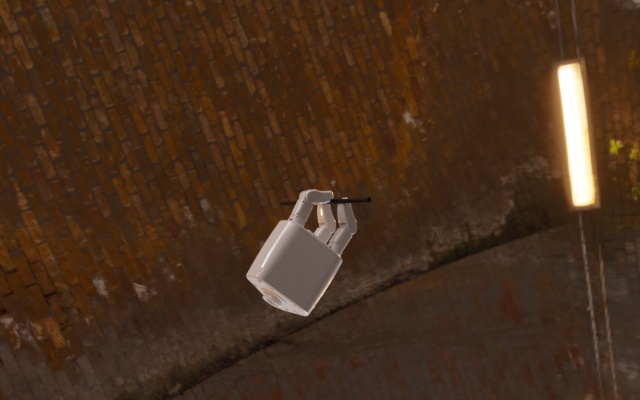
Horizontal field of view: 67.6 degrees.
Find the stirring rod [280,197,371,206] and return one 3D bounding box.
[{"bbox_3d":[0.000,0.003,0.816,0.011,0.011,0.239,0,-2,-38],"label":"stirring rod"}]
